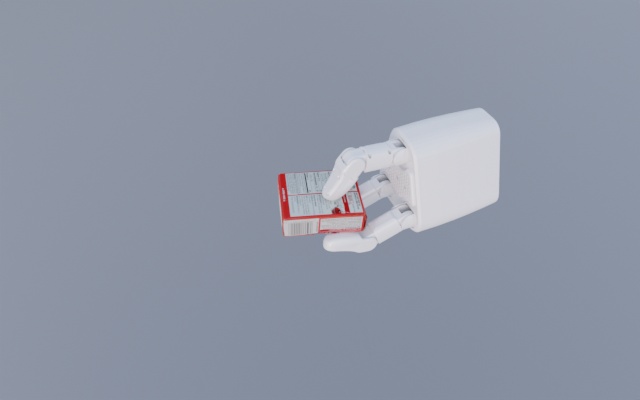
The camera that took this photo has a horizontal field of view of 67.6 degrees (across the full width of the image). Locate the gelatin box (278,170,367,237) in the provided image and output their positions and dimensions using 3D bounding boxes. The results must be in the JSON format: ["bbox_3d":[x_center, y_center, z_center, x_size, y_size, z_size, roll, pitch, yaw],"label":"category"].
[{"bbox_3d":[0.000,0.001,0.519,0.089,0.030,0.073,-4,45,-7],"label":"gelatin box"}]
